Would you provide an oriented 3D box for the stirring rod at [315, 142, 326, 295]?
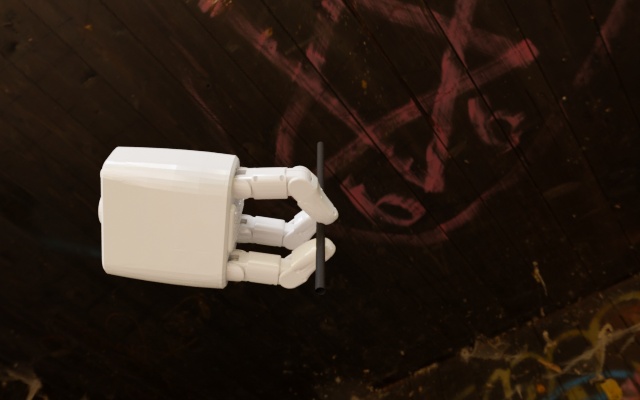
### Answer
[{"bbox_3d":[0.000,0.002,0.459,0.011,0.011,0.239,0,34,0],"label":"stirring rod"}]
